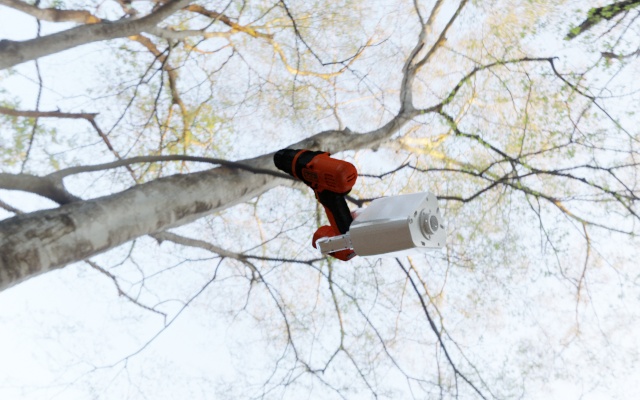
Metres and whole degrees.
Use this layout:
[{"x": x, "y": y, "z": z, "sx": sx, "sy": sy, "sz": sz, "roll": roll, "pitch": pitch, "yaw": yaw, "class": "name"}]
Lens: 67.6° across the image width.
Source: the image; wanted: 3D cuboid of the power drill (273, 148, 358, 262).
[{"x": 0.000, "y": 0.003, "z": 0.809, "sx": 0.057, "sy": 0.188, "sz": 0.184, "roll": -35, "pitch": 34, "yaw": -28, "class": "power drill"}]
